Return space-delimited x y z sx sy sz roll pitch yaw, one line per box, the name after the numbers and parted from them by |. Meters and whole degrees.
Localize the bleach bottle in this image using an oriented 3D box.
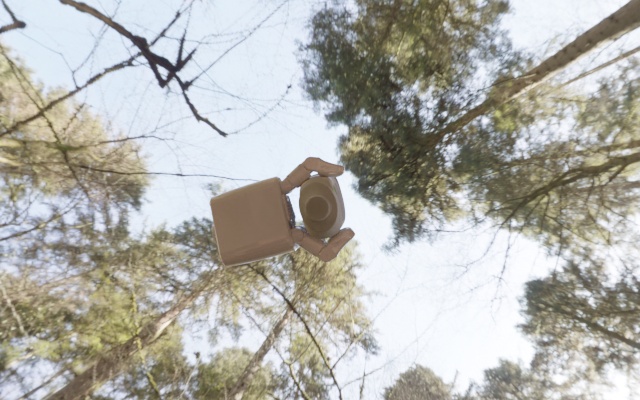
0.000 0.002 0.705 0.068 0.102 0.251 -15 -1 3 | bleach bottle
